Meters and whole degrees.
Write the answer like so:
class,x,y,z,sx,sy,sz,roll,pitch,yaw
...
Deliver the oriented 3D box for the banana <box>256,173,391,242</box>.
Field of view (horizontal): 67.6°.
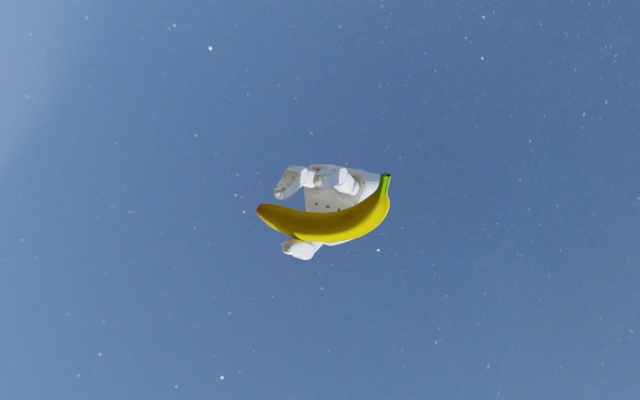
class,x,y,z,sx,sy,sz,roll,pitch,yaw
banana,0.007,0.019,0.595,0.198,0.069,0.037,-14,0,30
